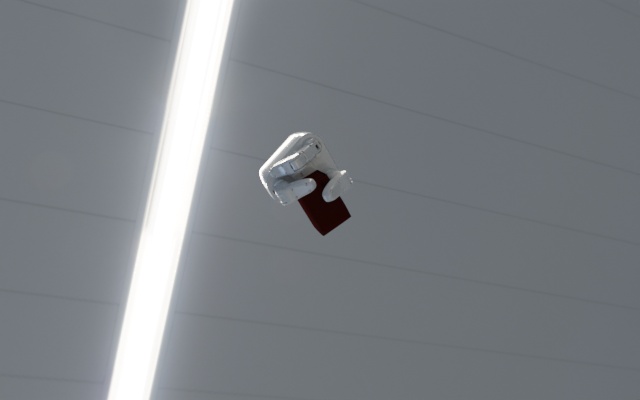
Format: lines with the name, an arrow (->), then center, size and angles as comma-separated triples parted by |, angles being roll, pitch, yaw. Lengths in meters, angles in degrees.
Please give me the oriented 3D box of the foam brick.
foam brick -> 0.000, 0.003, 0.709 | 0.053, 0.078, 0.051 | -33, 17, -8
